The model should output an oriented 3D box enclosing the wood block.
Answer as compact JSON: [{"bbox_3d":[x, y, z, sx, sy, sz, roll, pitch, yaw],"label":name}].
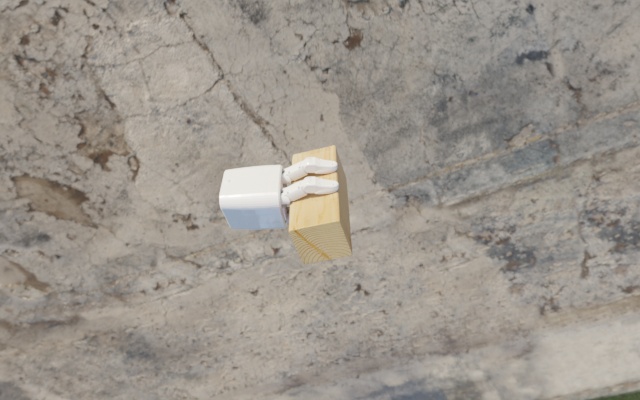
[{"bbox_3d":[0.000,0.003,0.871,0.090,0.091,0.206,-12,42,10],"label":"wood block"}]
